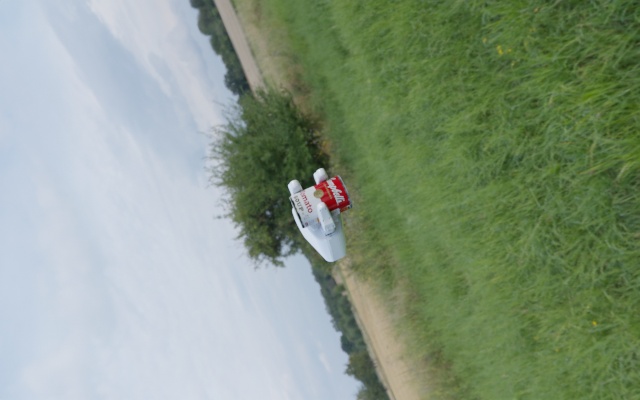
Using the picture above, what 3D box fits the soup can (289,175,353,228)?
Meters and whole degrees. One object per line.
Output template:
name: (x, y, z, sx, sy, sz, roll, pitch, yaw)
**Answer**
soup can: (0.000, 0.003, 0.898, 0.102, 0.068, 0.068, -23, 2, -4)
